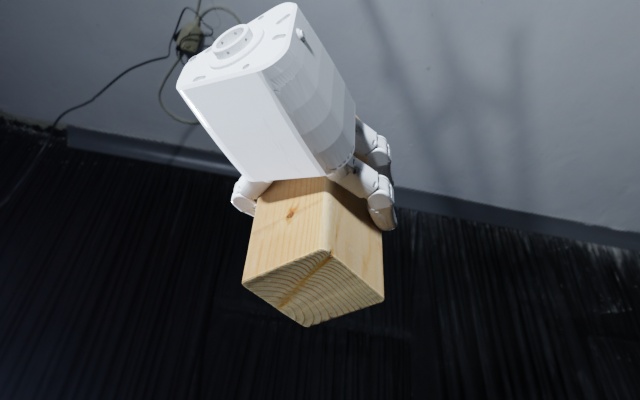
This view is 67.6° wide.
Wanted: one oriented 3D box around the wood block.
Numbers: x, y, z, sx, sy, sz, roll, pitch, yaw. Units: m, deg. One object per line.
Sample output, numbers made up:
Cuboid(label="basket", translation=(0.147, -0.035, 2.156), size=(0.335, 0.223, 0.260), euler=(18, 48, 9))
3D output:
Cuboid(label="wood block", translation=(0.000, 0.002, 0.467), size=(0.091, 0.206, 0.090), euler=(-26, -51, 29))
